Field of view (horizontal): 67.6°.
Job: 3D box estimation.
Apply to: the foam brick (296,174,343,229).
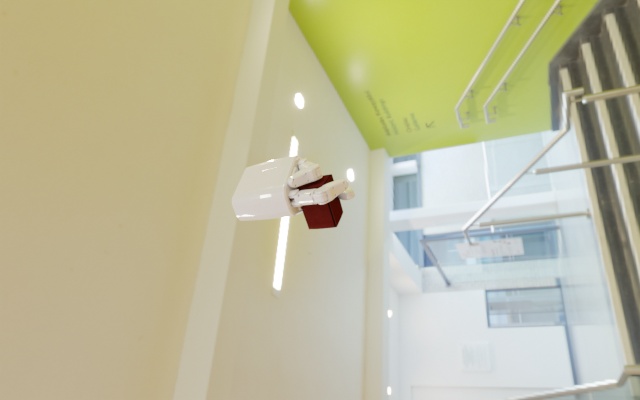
[{"bbox_3d":[0.000,0.003,0.809,0.051,0.078,0.053,-9,23,21],"label":"foam brick"}]
